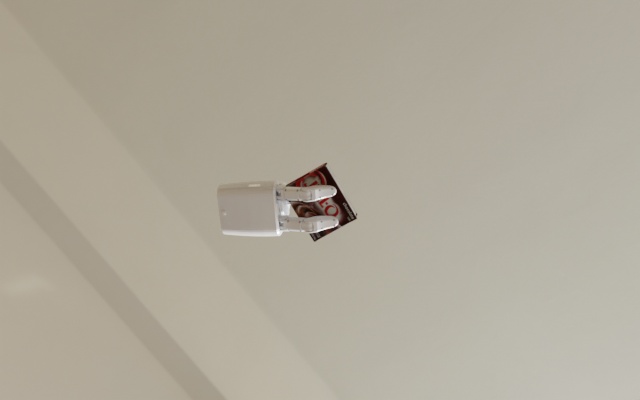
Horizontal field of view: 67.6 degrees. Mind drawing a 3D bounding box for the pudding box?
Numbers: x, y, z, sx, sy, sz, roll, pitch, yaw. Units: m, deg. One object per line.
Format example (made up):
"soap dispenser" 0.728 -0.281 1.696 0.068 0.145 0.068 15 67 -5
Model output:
"pudding box" 0.000 0.003 0.846 0.090 0.113 0.039 -30 11 13
